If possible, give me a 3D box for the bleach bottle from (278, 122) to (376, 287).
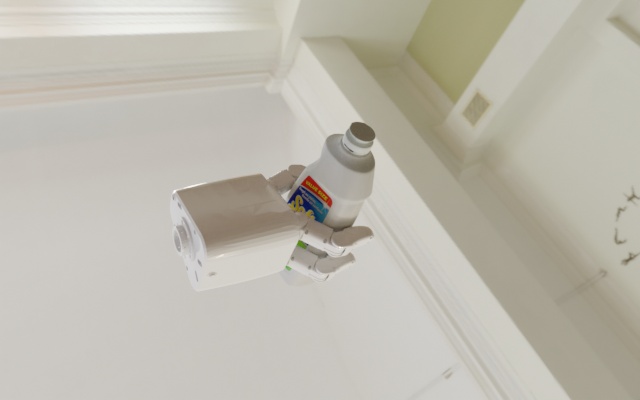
[{"bbox_3d":[0.000,0.002,0.571,0.068,0.102,0.251,-12,-33,-30],"label":"bleach bottle"}]
